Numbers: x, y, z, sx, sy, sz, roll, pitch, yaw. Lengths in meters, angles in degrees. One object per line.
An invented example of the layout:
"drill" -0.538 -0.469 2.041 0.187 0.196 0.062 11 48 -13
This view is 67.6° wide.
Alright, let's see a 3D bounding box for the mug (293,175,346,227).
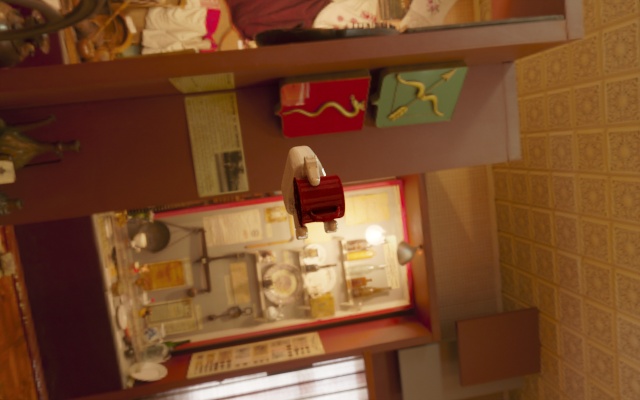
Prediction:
"mug" 0.001 0.003 0.861 0.081 0.093 0.117 -8 29 -9
